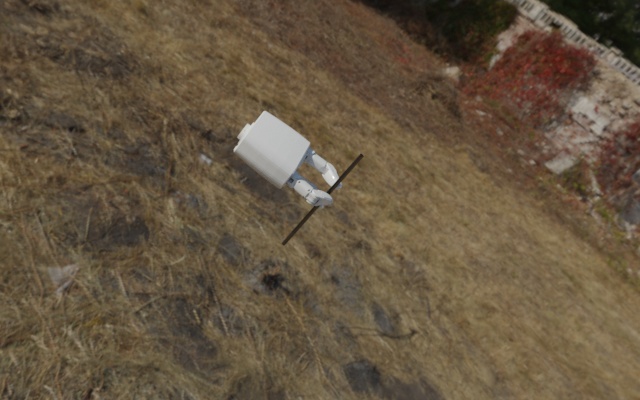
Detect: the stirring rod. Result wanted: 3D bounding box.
[{"bbox_3d":[0.000,0.003,0.888,0.239,0.011,0.011,-48,-24,23],"label":"stirring rod"}]
